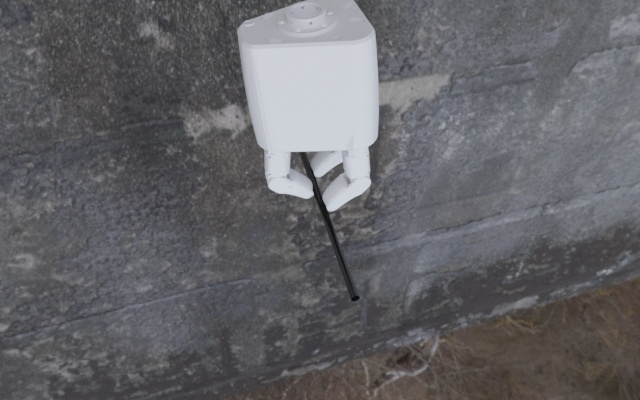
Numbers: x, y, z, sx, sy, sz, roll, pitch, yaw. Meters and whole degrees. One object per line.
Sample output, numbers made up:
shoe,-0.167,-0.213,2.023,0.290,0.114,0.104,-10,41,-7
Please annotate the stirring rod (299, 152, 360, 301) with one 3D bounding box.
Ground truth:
stirring rod,0.000,0.002,0.496,0.011,0.011,0.239,0,44,-21
